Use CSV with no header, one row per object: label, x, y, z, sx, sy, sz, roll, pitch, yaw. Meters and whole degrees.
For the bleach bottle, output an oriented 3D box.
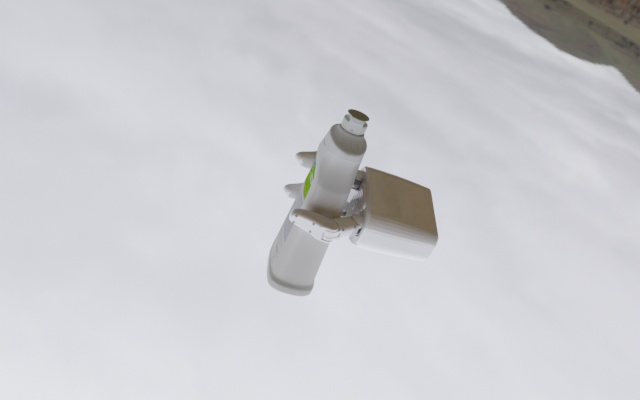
bleach bottle,0.000,0.002,0.620,0.068,0.251,0.102,16,31,-14
